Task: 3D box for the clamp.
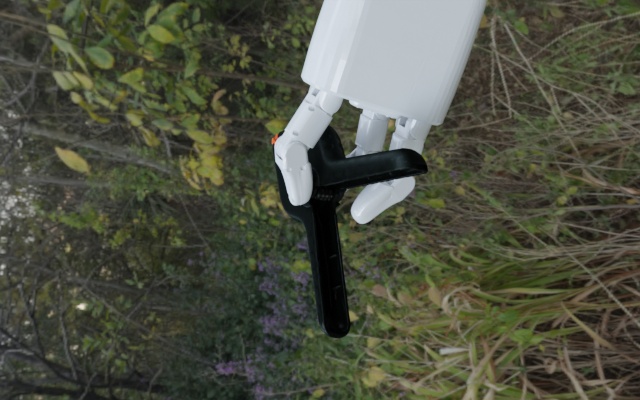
[{"bbox_3d":[-0.001,0.001,0.419,0.036,0.165,0.210,7,22,-30],"label":"clamp"}]
